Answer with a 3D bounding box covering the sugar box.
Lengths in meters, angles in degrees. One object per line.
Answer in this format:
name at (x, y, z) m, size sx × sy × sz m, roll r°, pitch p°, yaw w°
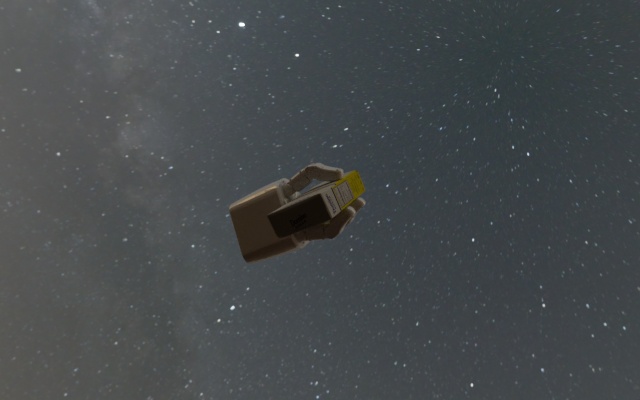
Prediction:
sugar box at (0.000, 0.003, 0.731) m, size 0.093 × 0.048 × 0.176 m, roll -22°, pitch 8°, yaw 25°
